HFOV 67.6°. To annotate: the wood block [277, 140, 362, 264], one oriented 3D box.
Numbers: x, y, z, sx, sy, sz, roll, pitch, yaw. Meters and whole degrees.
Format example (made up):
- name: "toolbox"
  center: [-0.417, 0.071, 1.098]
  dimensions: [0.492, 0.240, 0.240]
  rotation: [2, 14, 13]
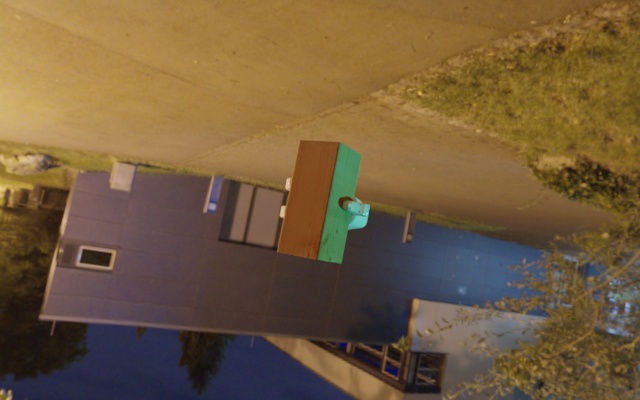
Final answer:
- name: "wood block"
  center: [0.001, 0.003, 0.868]
  dimensions: [0.091, 0.206, 0.090]
  rotation: [7, -7, 32]
